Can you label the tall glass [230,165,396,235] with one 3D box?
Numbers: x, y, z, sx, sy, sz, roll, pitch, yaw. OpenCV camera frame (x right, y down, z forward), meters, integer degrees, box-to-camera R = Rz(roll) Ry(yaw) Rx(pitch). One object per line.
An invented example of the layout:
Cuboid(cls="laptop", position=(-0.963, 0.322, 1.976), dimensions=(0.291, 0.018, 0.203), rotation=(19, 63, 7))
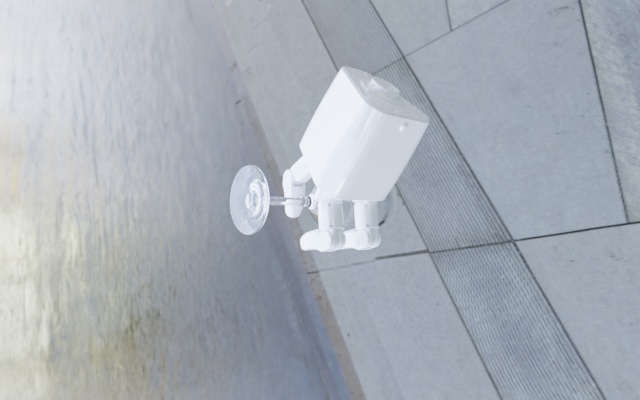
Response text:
Cuboid(cls="tall glass", position=(-0.001, 0.002, 0.563), dimensions=(0.201, 0.079, 0.079), rotation=(2, -1, -40))
